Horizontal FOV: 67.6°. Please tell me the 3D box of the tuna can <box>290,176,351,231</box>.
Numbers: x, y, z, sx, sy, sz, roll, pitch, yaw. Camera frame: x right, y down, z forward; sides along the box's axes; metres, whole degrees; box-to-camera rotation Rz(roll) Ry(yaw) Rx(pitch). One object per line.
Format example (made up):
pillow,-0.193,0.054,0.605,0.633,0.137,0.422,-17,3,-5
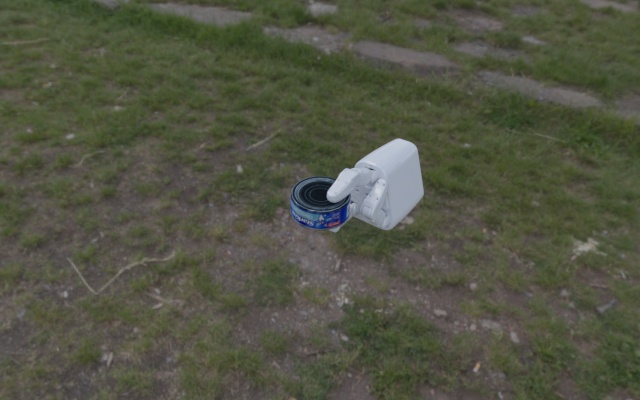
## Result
tuna can,0.000,0.002,0.676,0.086,0.034,0.086,1,38,-1
